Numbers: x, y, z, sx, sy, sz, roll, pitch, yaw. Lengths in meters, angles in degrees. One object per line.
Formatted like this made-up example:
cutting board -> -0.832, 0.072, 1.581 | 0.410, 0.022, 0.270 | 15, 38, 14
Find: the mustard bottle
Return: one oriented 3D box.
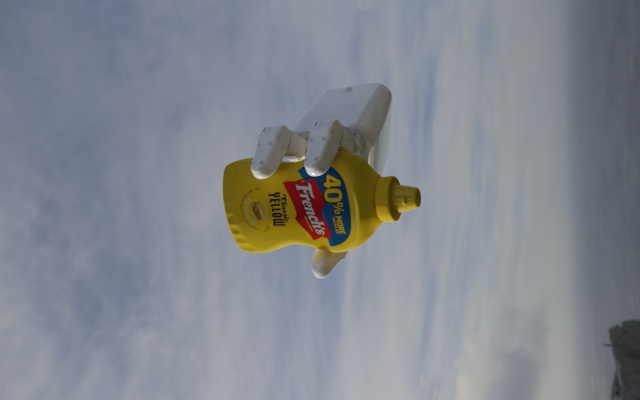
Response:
mustard bottle -> 0.000, 0.002, 0.456 | 0.191, 0.096, 0.058 | -3, 12, 27
